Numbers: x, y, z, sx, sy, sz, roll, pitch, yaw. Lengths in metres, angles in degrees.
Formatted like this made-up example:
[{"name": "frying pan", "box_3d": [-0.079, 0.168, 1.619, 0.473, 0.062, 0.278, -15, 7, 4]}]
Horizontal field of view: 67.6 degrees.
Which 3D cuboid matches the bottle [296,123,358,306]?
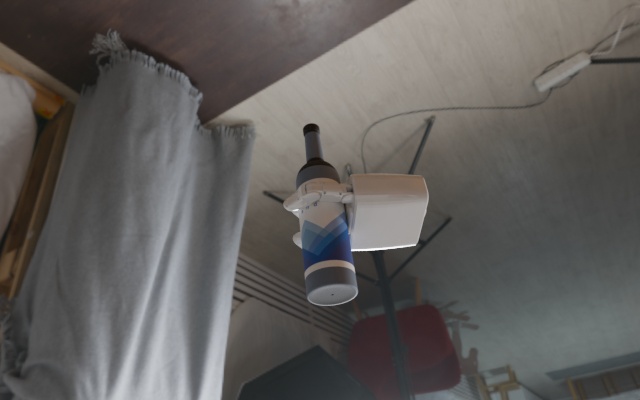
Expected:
[{"name": "bottle", "box_3d": [0.000, 0.002, 0.697, 0.069, 0.295, 0.069, -5, -35, -3]}]
